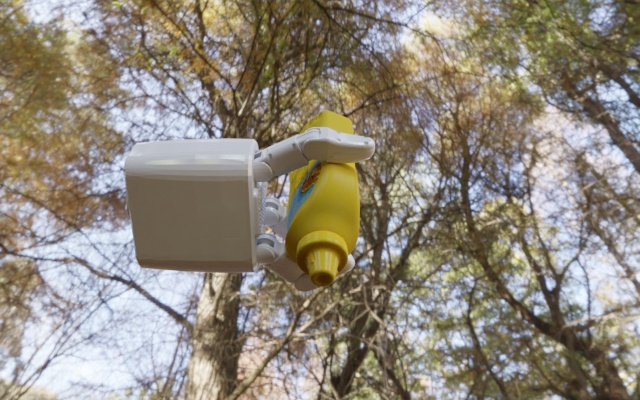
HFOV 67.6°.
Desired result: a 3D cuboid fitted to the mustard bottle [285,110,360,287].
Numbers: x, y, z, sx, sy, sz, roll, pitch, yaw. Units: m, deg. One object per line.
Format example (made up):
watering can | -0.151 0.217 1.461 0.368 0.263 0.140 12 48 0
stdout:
mustard bottle | 0.000 0.001 0.431 0.058 0.096 0.191 20 34 -15
